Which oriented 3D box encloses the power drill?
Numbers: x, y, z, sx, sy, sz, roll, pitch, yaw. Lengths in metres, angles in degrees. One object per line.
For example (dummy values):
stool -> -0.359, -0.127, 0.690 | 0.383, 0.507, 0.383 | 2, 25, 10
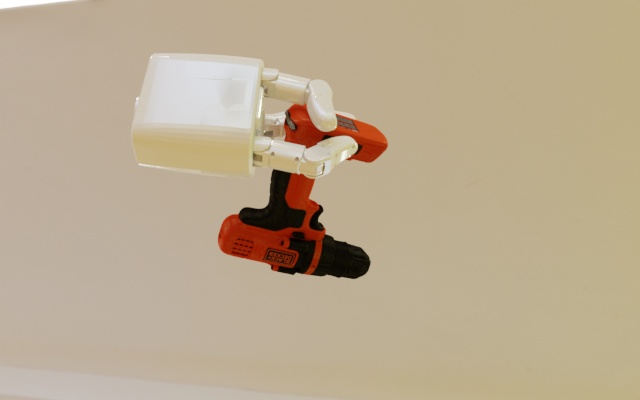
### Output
power drill -> 0.000, 0.001, 0.520 | 0.184, 0.188, 0.057 | 14, 25, -21
